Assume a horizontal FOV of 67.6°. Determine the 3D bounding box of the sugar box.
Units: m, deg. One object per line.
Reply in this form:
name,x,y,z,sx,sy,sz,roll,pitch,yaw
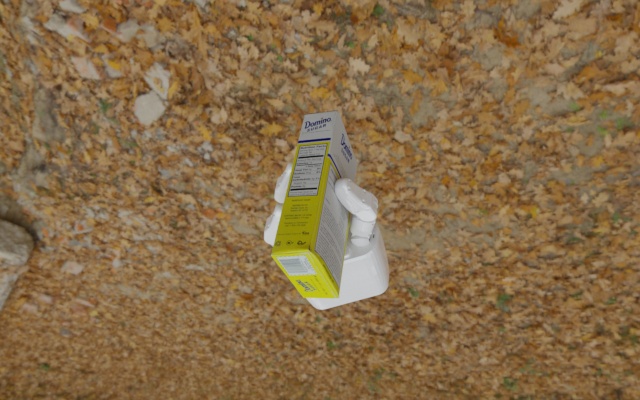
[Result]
sugar box,0.000,0.002,0.496,0.048,0.176,0.093,-5,-38,18
